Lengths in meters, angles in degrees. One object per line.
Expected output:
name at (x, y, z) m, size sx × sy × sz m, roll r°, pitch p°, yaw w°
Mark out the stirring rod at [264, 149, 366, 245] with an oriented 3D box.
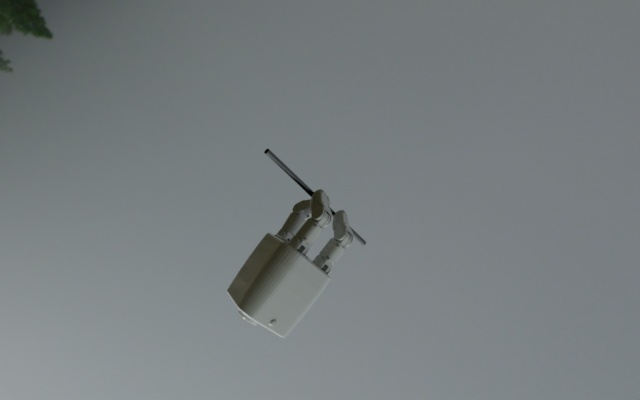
stirring rod at (0.000, 0.002, 0.687) m, size 0.011 × 0.011 × 0.240 m, roll 0°, pitch -33°, yaw 43°
